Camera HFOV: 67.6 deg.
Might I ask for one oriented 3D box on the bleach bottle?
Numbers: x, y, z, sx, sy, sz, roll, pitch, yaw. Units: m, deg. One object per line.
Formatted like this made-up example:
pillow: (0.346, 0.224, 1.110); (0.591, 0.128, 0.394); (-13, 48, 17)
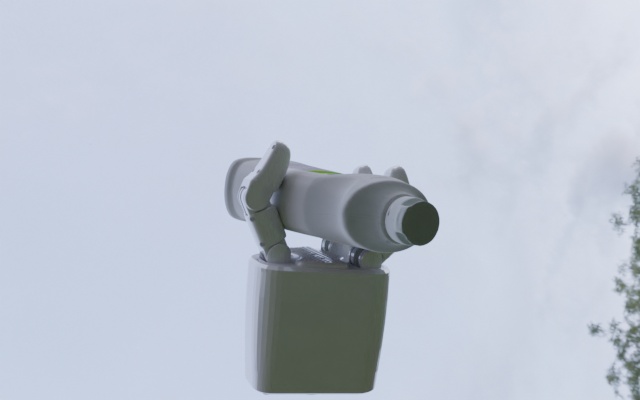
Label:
bleach bottle: (0.000, 0.001, 0.401); (0.102, 0.068, 0.251); (2, 5, -26)
